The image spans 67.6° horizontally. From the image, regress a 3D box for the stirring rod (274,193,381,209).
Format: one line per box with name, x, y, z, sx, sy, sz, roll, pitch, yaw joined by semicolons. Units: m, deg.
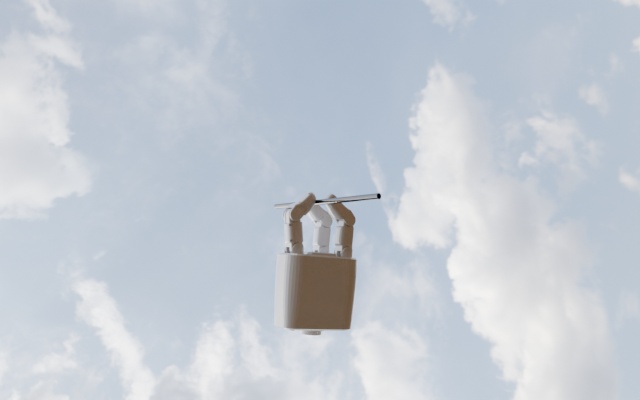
stirring rod;0.000;0.002;0.702;0.011;0.011;0.239;0;-4;-38
